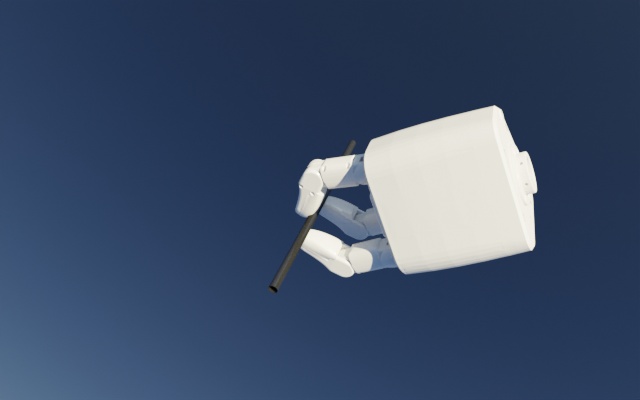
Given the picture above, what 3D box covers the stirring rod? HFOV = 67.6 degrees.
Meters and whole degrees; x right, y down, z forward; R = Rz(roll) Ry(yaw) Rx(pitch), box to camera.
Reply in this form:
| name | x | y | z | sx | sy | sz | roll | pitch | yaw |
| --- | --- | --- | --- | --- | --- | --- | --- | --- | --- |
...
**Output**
| name | x | y | z | sx | sy | sz | roll | pitch | yaw |
| --- | --- | --- | --- | --- | --- | --- | --- | --- | --- |
| stirring rod | 0.000 | 0.001 | 0.467 | 0.011 | 0.011 | 0.239 | 0 | 35 | 22 |
